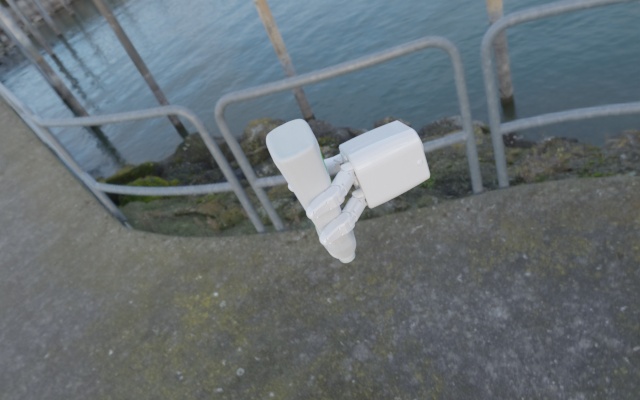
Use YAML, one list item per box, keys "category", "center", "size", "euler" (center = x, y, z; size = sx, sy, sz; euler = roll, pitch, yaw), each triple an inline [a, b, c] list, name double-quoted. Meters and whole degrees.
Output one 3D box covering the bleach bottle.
- category: "bleach bottle"
  center: [0.000, 0.002, 0.746]
  size: [0.068, 0.251, 0.102]
  euler: [-26, 38, 1]
